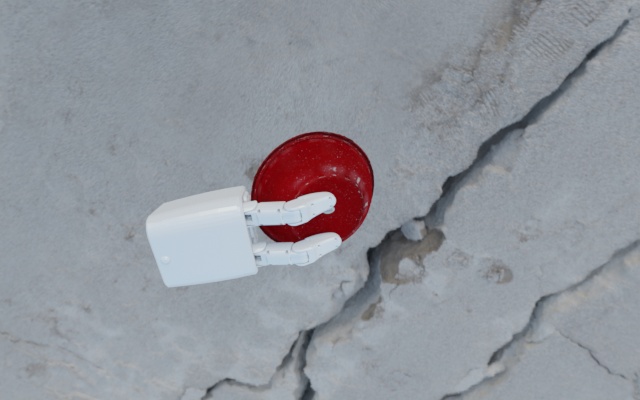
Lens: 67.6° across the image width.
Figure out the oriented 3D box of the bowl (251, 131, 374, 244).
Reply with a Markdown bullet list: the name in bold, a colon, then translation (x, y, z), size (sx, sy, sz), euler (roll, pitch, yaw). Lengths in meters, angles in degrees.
- **bowl**: translation (0.001, 0.001, 0.576), size (0.162, 0.162, 0.055), euler (0, 25, -19)
